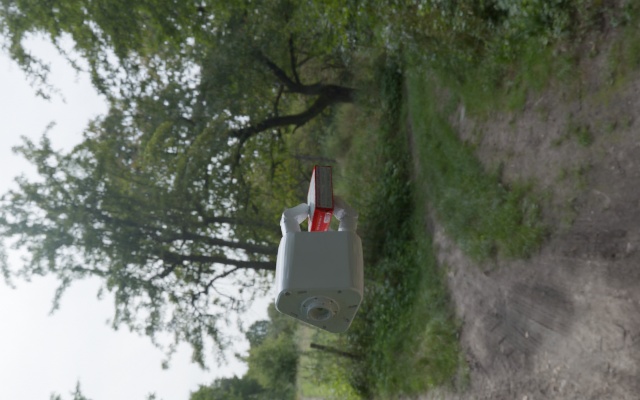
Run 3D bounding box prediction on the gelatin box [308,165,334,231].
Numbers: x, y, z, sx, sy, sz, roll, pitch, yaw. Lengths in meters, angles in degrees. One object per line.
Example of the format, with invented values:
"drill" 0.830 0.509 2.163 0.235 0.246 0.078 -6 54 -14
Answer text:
"gelatin box" 0.000 0.002 0.734 0.030 0.089 0.073 4 -40 -8
